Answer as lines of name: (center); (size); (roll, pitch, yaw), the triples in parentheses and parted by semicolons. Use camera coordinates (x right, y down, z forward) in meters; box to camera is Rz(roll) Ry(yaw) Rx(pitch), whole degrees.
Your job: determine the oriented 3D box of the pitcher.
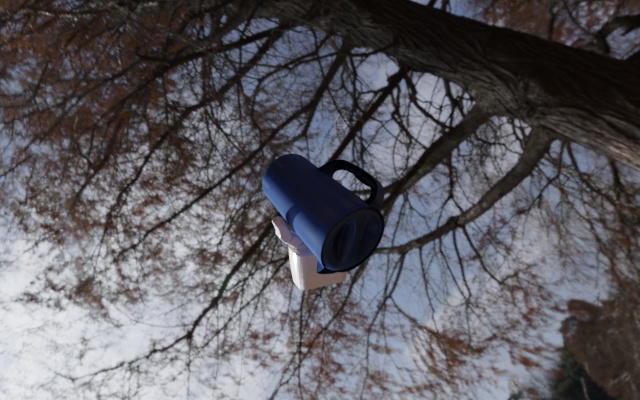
pitcher: (0.000, 0.003, 0.872); (0.149, 0.145, 0.242); (-24, 43, -24)
